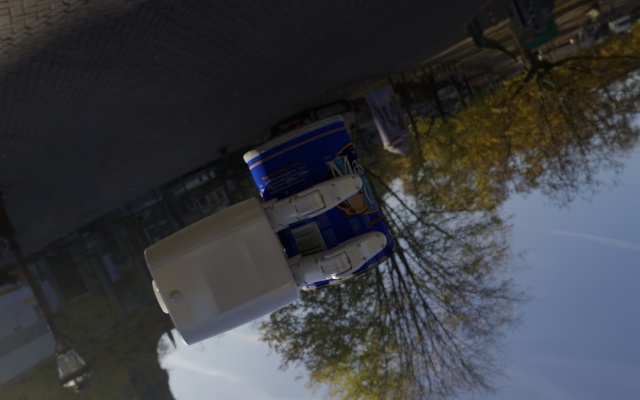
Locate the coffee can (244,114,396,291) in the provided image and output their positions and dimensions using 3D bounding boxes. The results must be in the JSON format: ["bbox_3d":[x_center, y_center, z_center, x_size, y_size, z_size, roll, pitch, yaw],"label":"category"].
[{"bbox_3d":[0.000,0.001,0.465,0.103,0.140,0.103,-23,3,1],"label":"coffee can"}]
